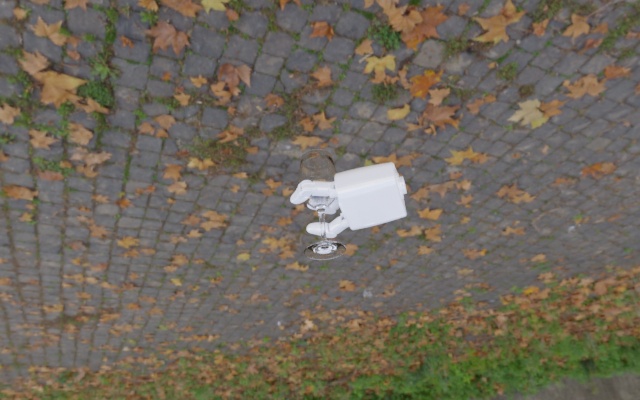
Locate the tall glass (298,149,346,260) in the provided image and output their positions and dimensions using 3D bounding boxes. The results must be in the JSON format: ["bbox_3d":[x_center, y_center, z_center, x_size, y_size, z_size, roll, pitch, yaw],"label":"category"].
[{"bbox_3d":[0.000,0.003,0.883,0.079,0.201,0.079,-4,-30,-3],"label":"tall glass"}]
